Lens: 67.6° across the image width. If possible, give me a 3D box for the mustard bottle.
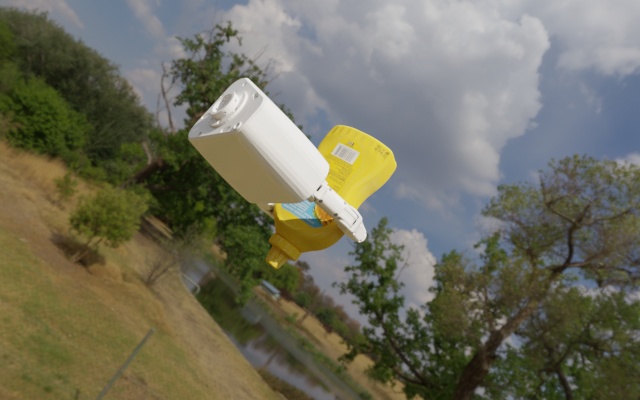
[{"bbox_3d":[0.000,0.002,0.576,0.096,0.191,0.058,32,-14,30],"label":"mustard bottle"}]
